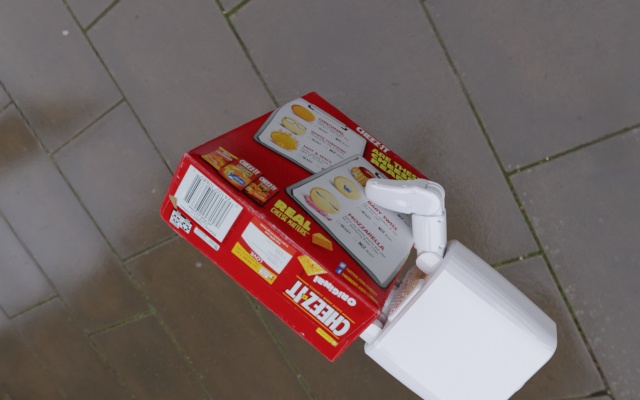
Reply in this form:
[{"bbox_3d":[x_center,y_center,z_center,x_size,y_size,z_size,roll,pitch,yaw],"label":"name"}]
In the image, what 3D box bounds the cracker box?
[{"bbox_3d":[0.000,0.001,0.404,0.164,0.072,0.213,38,32,4],"label":"cracker box"}]
